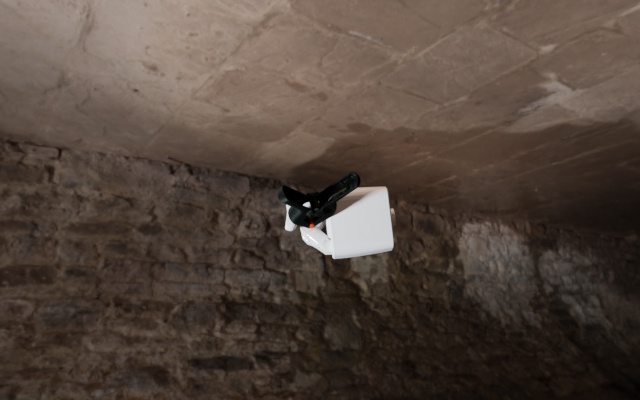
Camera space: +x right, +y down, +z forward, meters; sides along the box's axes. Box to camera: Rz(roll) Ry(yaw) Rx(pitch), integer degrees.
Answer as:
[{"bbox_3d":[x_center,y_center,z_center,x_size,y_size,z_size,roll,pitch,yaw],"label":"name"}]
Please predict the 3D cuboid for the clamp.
[{"bbox_3d":[0.000,0.003,0.737,0.120,0.039,0.171,-9,-16,-2],"label":"clamp"}]
